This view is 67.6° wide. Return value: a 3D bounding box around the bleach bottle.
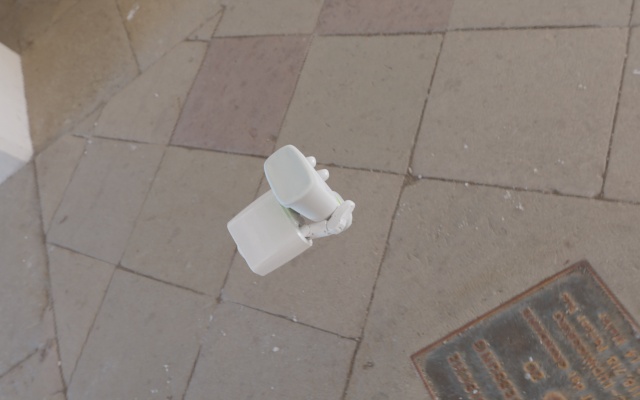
[{"bbox_3d":[0.000,0.003,0.818,0.068,0.102,0.251,-35,-32,9],"label":"bleach bottle"}]
